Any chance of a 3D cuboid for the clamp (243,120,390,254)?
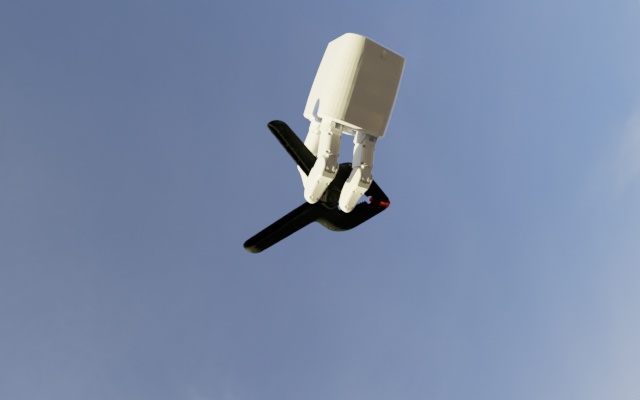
[{"bbox_3d":[0.000,0.002,0.625,0.210,0.164,0.036,14,8,-35],"label":"clamp"}]
